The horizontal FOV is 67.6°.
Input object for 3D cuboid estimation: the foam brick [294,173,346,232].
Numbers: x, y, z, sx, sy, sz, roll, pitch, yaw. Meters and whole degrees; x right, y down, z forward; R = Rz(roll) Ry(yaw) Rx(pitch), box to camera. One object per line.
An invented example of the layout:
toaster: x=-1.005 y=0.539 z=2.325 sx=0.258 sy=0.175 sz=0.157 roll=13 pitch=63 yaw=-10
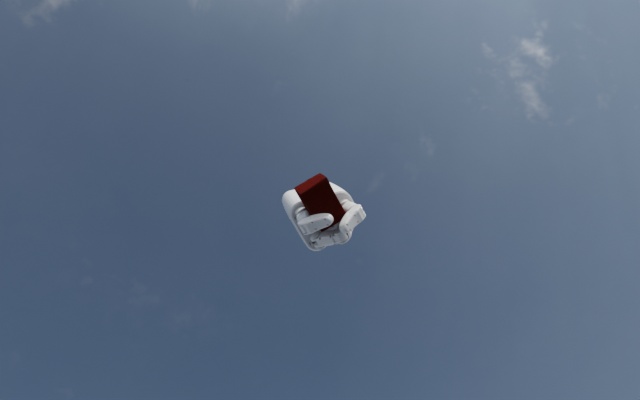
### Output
foam brick: x=0.000 y=0.002 z=0.785 sx=0.053 sy=0.078 sz=0.051 roll=-30 pitch=20 yaw=-5
